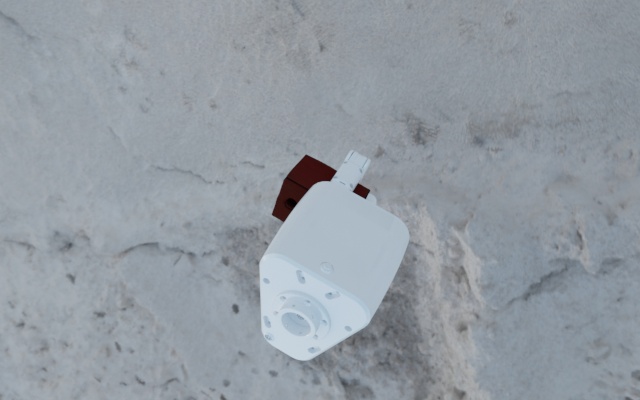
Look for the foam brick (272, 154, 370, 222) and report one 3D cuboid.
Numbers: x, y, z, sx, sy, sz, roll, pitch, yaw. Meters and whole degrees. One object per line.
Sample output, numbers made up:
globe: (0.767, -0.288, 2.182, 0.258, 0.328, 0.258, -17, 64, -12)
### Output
foam brick: (0.000, 0.001, 0.475, 0.078, 0.053, 0.051, 29, 41, 6)
